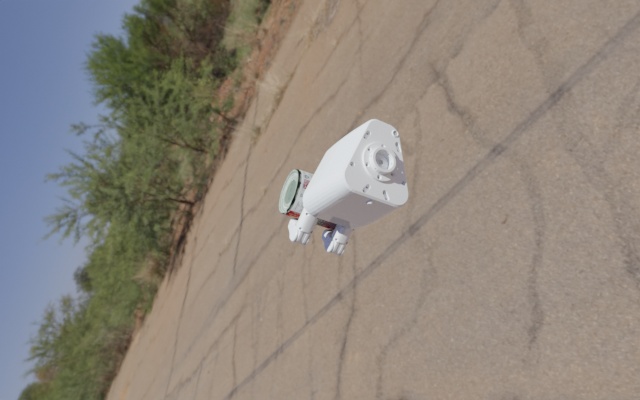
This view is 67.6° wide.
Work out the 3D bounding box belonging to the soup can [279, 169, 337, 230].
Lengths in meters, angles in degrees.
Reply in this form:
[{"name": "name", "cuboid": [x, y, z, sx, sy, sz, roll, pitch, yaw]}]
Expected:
[{"name": "soup can", "cuboid": [0.000, 0.002, 0.681, 0.102, 0.068, 0.068, 19, -7, -21]}]
